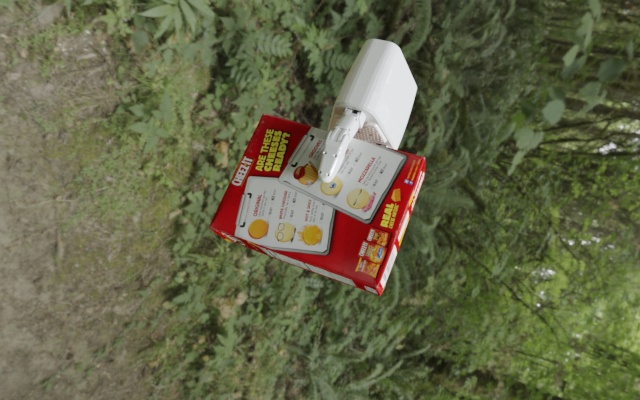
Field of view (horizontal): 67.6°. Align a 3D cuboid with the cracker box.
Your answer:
[{"bbox_3d":[0.000,0.002,0.582,0.213,0.164,0.072,17,-17,17],"label":"cracker box"}]
